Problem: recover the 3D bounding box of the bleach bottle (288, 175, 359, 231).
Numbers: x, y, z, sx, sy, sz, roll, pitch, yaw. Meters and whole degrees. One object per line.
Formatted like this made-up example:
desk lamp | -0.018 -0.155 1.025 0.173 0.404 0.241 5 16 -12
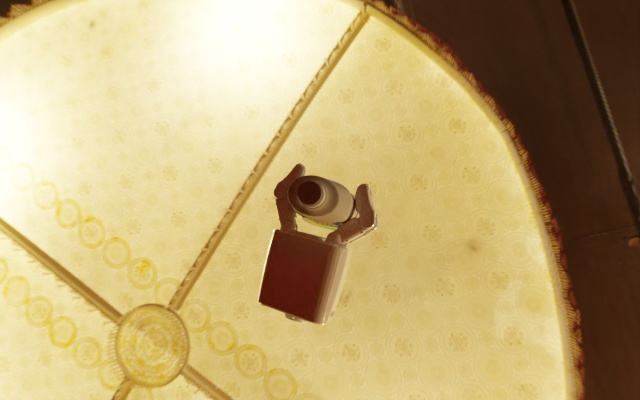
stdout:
bleach bottle | 0.000 0.002 0.663 0.102 0.068 0.251 15 -3 11
